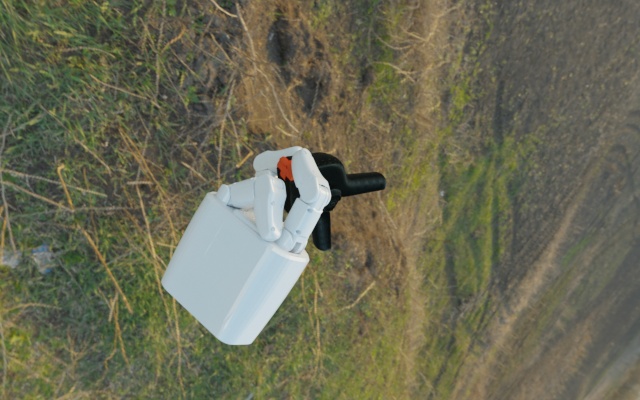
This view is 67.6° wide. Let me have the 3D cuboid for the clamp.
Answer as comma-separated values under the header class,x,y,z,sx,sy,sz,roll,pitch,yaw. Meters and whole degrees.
class,x,y,z,sx,sy,sz,roll,pitch,yaw
clamp,0.000,0.002,0.537,0.039,0.120,0.171,39,11,37
